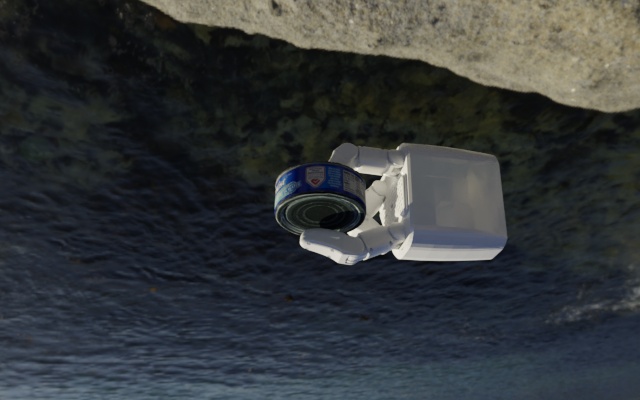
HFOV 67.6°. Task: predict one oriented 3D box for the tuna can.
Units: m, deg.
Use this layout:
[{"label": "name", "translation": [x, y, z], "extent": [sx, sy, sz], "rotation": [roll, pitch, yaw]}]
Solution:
[{"label": "tuna can", "translation": [0.000, 0.002, 0.444], "extent": [0.086, 0.033, 0.086], "rotation": [0, -31, 0]}]
